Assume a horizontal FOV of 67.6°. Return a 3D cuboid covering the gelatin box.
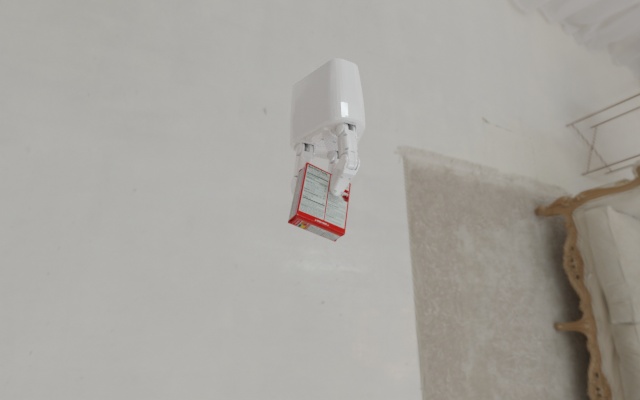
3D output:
[{"bbox_3d":[0.000,0.002,0.646,0.073,0.089,0.030,23,-37,-20],"label":"gelatin box"}]
